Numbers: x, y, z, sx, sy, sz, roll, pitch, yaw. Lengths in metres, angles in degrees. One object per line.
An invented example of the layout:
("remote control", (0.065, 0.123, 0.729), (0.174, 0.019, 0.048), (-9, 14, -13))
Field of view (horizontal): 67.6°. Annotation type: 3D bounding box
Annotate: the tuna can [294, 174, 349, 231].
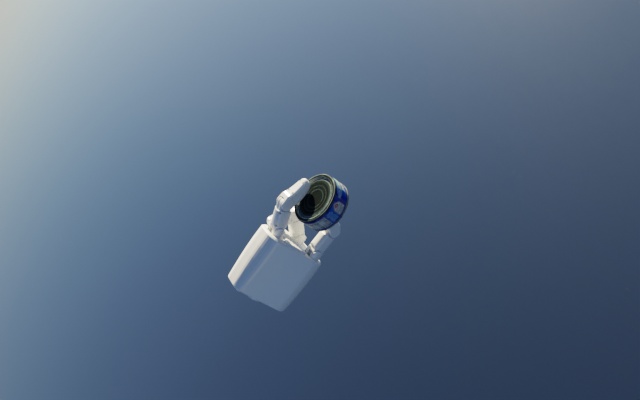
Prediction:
("tuna can", (0.000, 0.002, 0.743), (0.086, 0.086, 0.034), (0, -26, 45))
